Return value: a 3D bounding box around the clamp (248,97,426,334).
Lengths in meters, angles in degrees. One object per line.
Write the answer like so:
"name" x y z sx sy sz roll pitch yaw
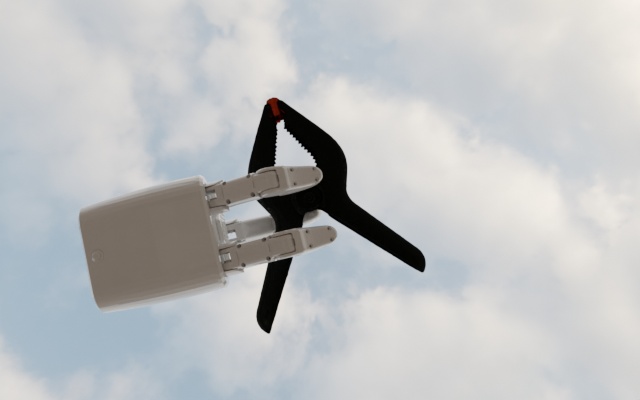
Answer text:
"clamp" 0.000 0.001 0.450 0.164 0.210 0.036 -13 -6 -7
